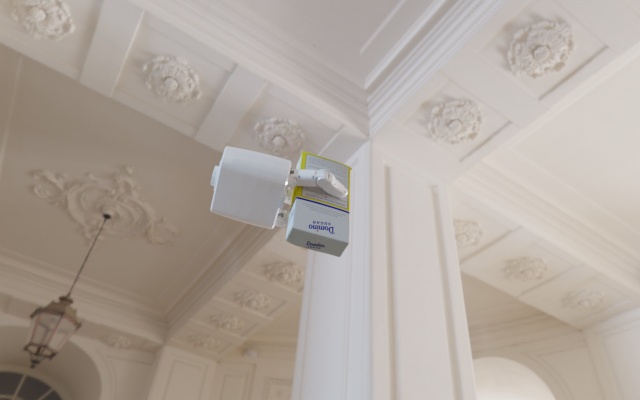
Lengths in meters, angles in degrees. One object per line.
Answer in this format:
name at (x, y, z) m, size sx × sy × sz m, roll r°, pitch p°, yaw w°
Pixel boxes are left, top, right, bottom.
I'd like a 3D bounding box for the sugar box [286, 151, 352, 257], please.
sugar box at (0.000, 0.003, 0.779) m, size 0.093 × 0.176 × 0.048 m, roll 17°, pitch -43°, yaw -11°
